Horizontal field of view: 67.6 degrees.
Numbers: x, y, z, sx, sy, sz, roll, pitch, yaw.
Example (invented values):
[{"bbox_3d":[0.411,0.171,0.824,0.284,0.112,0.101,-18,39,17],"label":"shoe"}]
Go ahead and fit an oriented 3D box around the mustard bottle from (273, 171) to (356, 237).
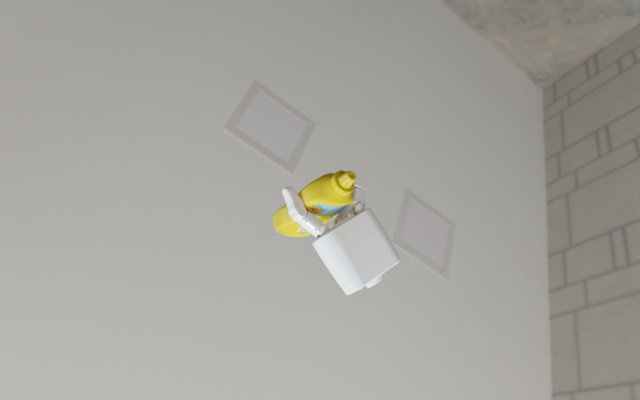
[{"bbox_3d":[0.000,0.003,0.828,0.096,0.058,0.192,3,-27,-34],"label":"mustard bottle"}]
